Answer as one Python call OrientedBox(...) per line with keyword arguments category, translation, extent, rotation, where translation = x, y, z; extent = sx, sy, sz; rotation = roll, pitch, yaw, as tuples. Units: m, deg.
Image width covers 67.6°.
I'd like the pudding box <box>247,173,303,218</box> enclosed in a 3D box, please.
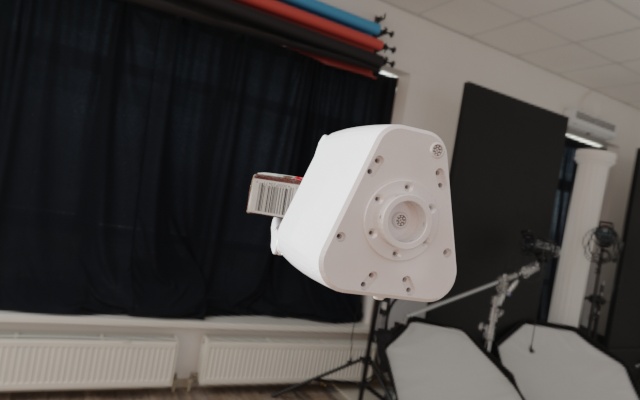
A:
OrientedBox(category="pudding box", translation=(0.000, 0.001, 0.447), extent=(0.113, 0.039, 0.090), rotation=(11, 2, 11))
